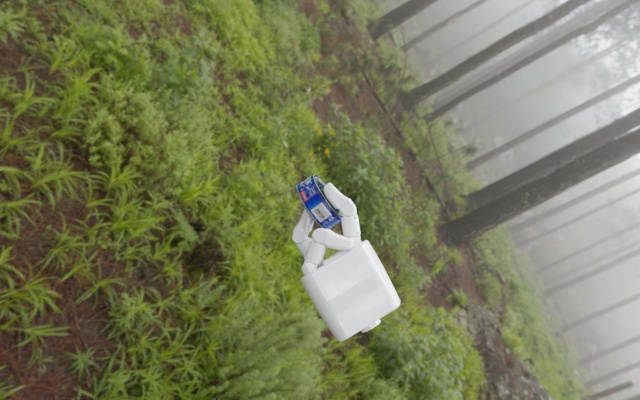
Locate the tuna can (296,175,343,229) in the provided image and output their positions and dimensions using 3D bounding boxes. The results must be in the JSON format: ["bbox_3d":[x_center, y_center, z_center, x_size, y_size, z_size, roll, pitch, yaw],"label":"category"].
[{"bbox_3d":[0.001,0.002,0.743,0.034,0.086,0.086,-34,-8,11],"label":"tuna can"}]
